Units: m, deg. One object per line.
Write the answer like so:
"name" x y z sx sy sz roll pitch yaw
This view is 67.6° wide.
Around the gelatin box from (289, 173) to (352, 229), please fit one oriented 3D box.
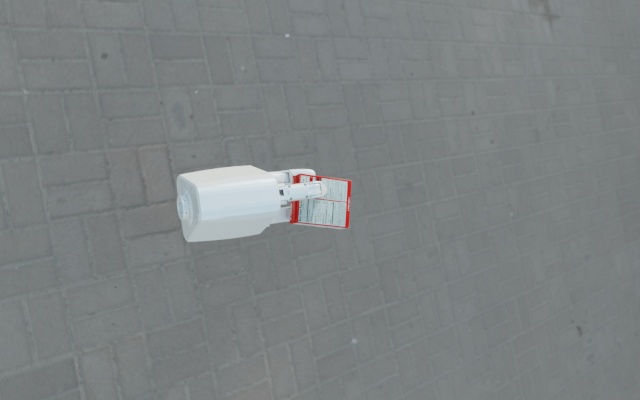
"gelatin box" 0.001 0.002 0.709 0.089 0.073 0.030 7 -8 -24
